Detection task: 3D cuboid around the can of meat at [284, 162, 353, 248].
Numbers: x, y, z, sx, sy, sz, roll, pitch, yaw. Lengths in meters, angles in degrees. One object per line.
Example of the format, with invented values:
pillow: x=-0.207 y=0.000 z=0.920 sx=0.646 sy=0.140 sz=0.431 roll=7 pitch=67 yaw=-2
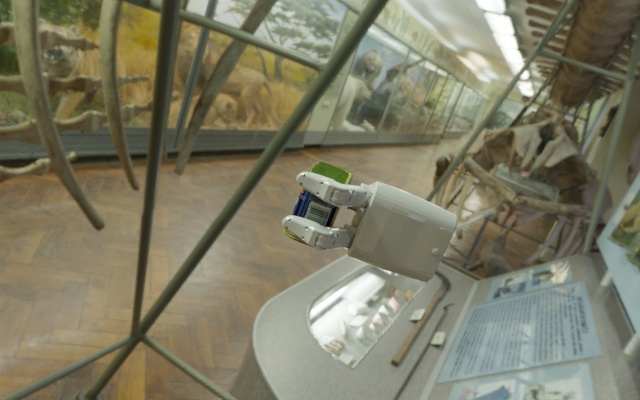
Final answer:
can of meat: x=0.000 y=0.002 z=0.603 sx=0.057 sy=0.084 sz=0.102 roll=22 pitch=16 yaw=3
